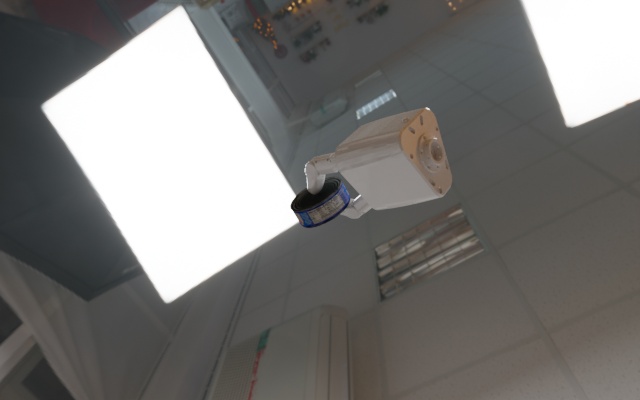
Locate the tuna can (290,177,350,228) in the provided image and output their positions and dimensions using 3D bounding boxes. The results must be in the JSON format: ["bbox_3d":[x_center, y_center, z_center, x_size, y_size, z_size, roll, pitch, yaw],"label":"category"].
[{"bbox_3d":[0.000,0.003,0.702,0.086,0.034,0.086,-26,21,11],"label":"tuna can"}]
